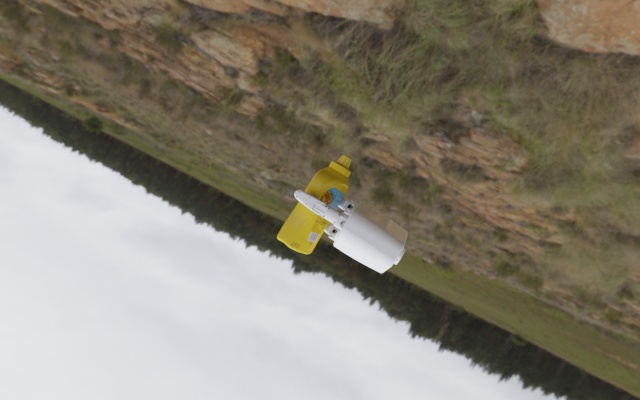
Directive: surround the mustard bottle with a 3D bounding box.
[{"bbox_3d":[0.000,0.003,0.870,0.058,0.191,0.096,32,2,29],"label":"mustard bottle"}]
